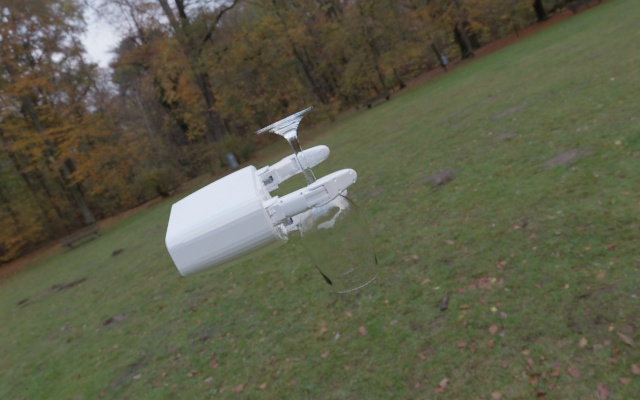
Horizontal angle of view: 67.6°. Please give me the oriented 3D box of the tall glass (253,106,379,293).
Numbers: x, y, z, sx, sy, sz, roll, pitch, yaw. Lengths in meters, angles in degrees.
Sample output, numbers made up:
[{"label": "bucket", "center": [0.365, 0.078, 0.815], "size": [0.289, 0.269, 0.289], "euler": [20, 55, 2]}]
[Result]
[{"label": "tall glass", "center": [0.000, 0.001, 0.536], "size": [0.079, 0.201, 0.079], "euler": [-24, 10, 5]}]
